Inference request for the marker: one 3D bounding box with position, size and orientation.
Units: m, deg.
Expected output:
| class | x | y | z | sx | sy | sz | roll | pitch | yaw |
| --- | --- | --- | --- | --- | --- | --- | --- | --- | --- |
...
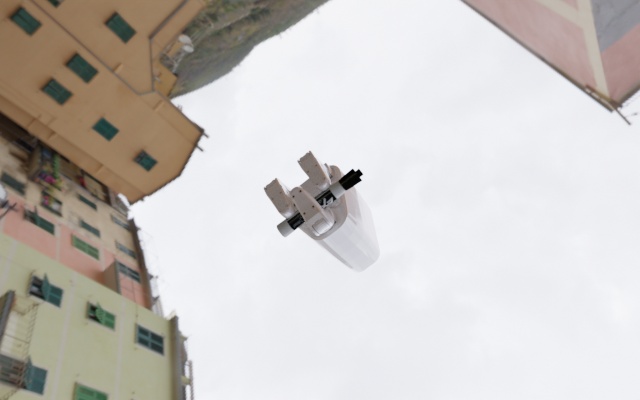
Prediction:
| class | x | y | z | sx | sy | sz | roll | pitch | yaw |
| --- | --- | --- | --- | --- | --- | --- | --- | --- | --- |
| marker | 0.000 | 0.002 | 0.567 | 0.121 | 0.020 | 0.020 | -37 | -6 | 8 |
